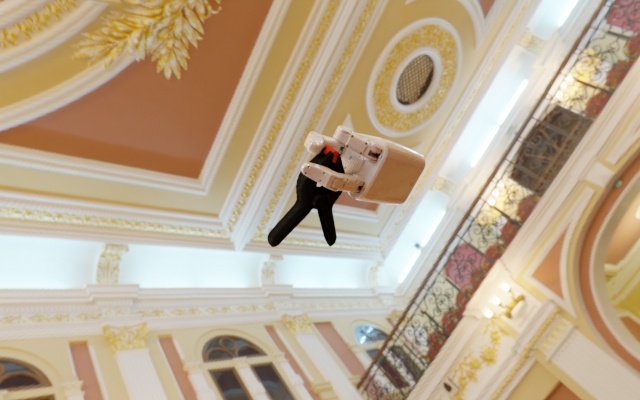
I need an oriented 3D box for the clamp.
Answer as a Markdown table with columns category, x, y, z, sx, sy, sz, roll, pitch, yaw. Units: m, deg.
| category | x | y | z | sx | sy | sz | roll | pitch | yaw |
| --- | --- | --- | --- | --- | --- | --- | --- | --- | --- |
| clamp | 0.000 | 0.002 | 0.723 | 0.120 | 0.171 | 0.039 | 10 | 25 | -43 |
